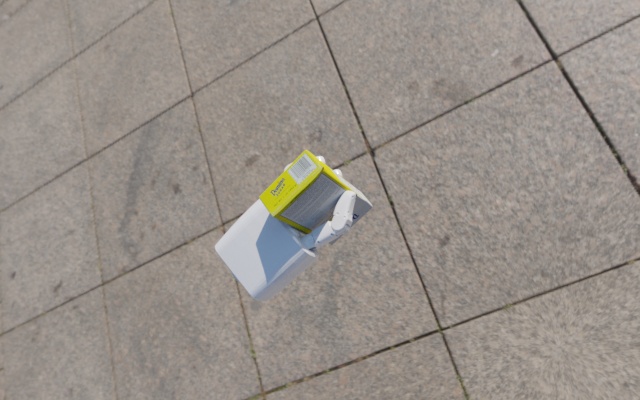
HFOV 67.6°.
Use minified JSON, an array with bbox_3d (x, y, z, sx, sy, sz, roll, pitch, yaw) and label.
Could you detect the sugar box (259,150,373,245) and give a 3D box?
[{"bbox_3d":[0.000,0.002,0.686,0.048,0.093,0.176,51,9,29],"label":"sugar box"}]
